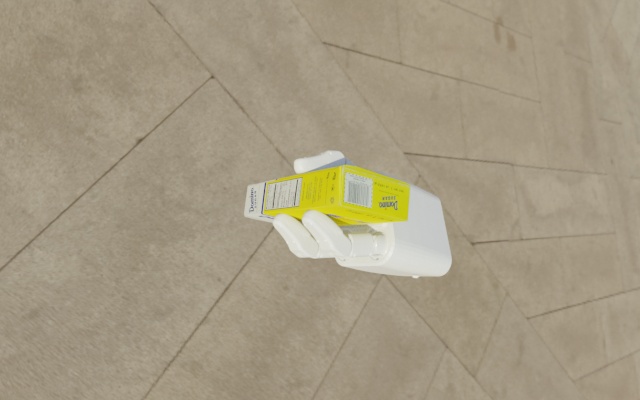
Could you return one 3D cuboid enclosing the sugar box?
[{"bbox_3d":[0.000,0.002,0.520,0.093,0.048,0.176,14,-16,-36],"label":"sugar box"}]
